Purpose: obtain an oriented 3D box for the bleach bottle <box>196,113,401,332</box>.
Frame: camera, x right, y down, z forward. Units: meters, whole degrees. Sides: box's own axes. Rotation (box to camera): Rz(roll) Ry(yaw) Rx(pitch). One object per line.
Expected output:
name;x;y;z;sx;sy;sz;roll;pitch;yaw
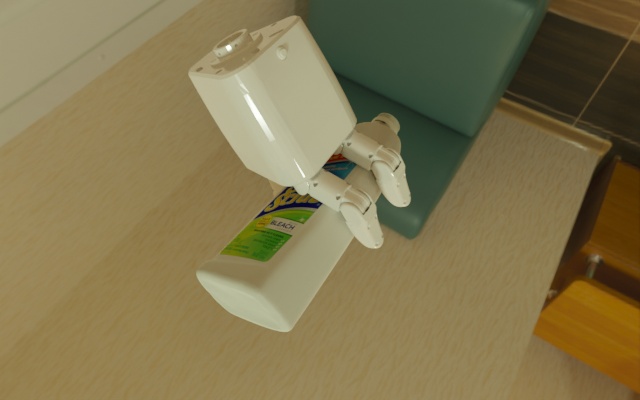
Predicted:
bleach bottle;0.000;0.002;0.461;0.102;0.068;0.250;5;47;44
